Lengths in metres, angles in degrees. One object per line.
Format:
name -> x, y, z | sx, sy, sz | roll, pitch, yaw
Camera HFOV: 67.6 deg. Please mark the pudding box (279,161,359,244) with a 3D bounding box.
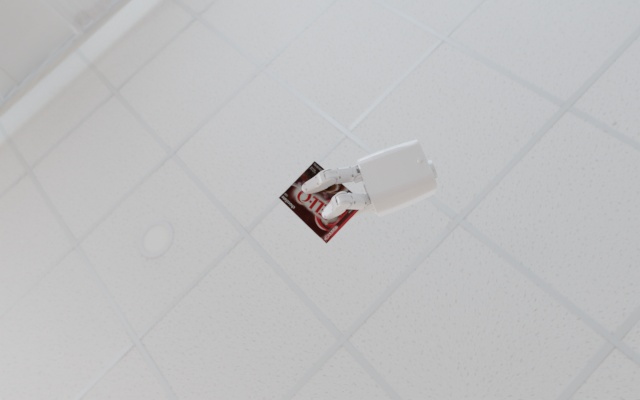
pudding box -> 0.000, 0.003, 0.802 | 0.113, 0.090, 0.039 | 42, -6, 28
